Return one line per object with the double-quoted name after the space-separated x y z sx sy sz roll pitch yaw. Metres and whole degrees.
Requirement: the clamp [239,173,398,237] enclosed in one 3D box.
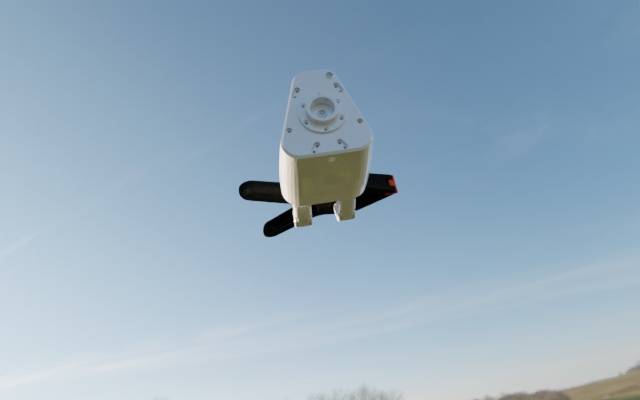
0.000 0.001 0.667 0.210 0.036 0.165 -9 -23 -6 "clamp"
